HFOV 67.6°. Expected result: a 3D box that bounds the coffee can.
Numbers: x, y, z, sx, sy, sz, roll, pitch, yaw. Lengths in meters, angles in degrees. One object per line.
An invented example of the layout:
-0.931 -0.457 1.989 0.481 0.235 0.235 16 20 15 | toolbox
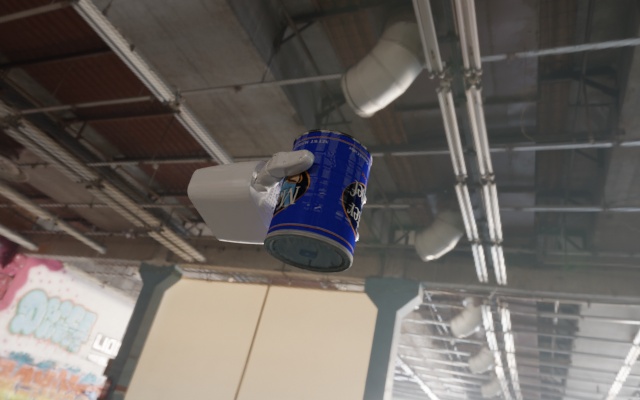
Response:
0.000 0.002 0.570 0.103 0.140 0.103 11 -27 6 | coffee can
